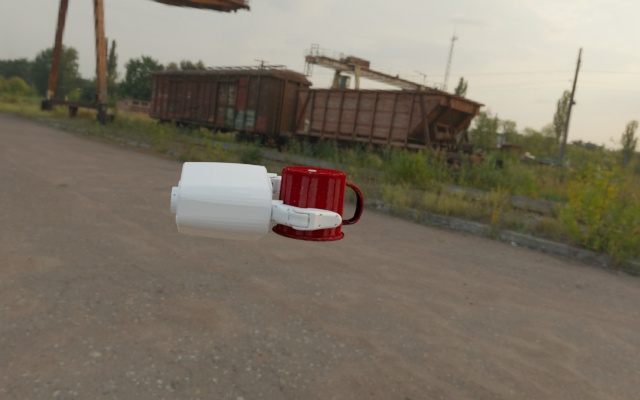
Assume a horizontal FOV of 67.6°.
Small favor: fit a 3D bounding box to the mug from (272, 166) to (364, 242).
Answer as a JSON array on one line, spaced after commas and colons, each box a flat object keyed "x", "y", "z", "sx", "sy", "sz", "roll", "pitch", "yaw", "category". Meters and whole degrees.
[{"x": 0.002, "y": 0.002, "z": 0.605, "sx": 0.117, "sy": 0.081, "sz": 0.093, "roll": 3, "pitch": 9, "yaw": -15, "category": "mug"}]
